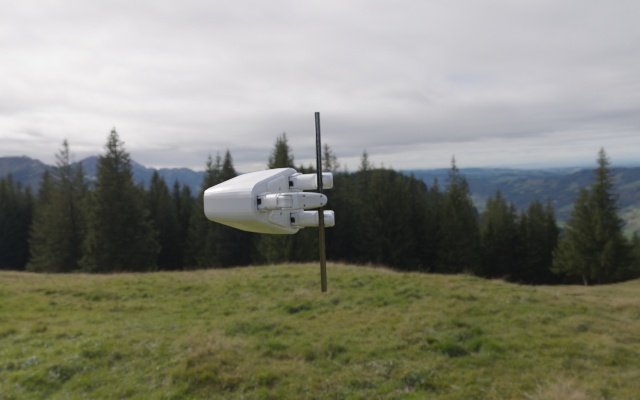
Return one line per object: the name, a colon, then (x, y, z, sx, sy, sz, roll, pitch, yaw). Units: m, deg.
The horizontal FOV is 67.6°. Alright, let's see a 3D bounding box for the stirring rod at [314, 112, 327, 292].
stirring rod: (0.000, 0.002, 0.640, 0.011, 0.239, 0.011, -2, 1, 0)
